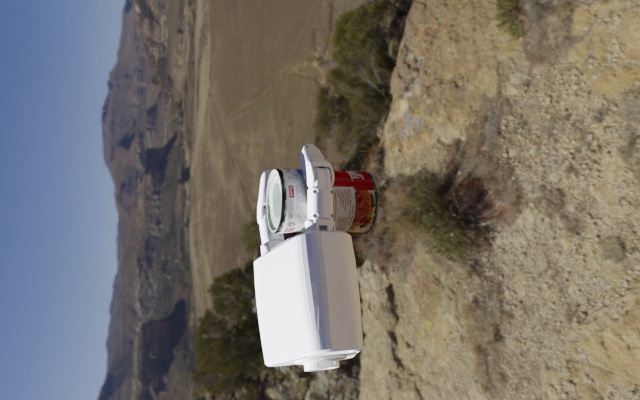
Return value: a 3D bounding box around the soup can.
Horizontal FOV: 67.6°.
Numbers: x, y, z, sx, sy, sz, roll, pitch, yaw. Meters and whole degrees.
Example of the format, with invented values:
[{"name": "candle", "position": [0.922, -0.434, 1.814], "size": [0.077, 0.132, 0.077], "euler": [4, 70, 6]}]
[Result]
[{"name": "soup can", "position": [0.000, 0.001, 0.498], "size": [0.102, 0.068, 0.068], "euler": [1, 0, -20]}]
